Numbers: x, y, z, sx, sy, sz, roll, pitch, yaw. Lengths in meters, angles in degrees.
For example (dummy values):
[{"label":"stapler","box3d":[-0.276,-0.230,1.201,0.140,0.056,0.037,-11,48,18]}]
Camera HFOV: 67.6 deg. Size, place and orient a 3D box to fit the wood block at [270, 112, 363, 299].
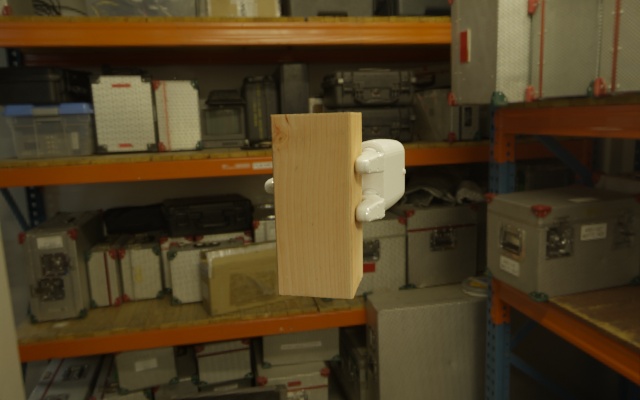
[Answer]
[{"label":"wood block","box3d":[0.000,0.002,0.566,0.091,0.206,0.090,1,10,13]}]
